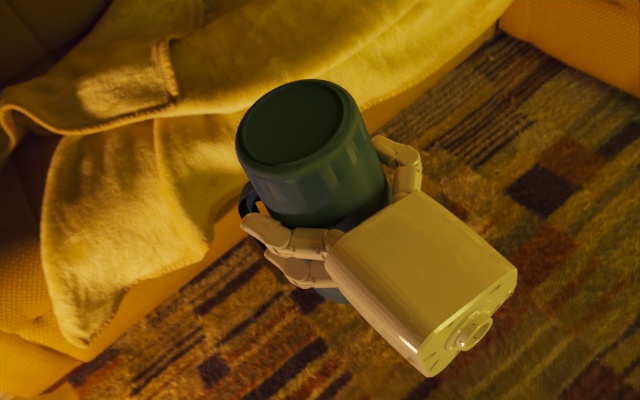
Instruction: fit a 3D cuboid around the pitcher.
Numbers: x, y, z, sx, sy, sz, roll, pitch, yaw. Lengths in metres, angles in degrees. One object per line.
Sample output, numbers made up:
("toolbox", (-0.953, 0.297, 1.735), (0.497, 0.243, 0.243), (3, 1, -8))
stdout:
("pitcher", (0.000, 0.002, 0.482), (0.145, 0.149, 0.243), (44, -11, 36))
